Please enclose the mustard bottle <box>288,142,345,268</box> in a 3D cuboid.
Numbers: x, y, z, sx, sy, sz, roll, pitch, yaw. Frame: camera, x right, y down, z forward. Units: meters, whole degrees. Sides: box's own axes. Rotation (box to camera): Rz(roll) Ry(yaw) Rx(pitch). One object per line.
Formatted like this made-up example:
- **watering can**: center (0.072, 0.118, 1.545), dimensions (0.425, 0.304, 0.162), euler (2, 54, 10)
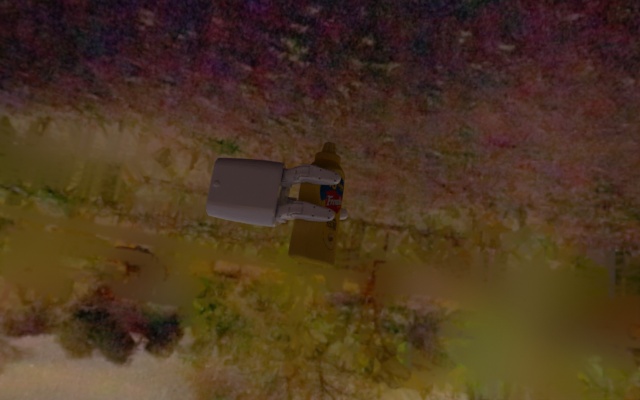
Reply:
- **mustard bottle**: center (0.000, 0.003, 0.734), dimensions (0.058, 0.191, 0.096), euler (1, -15, 29)
